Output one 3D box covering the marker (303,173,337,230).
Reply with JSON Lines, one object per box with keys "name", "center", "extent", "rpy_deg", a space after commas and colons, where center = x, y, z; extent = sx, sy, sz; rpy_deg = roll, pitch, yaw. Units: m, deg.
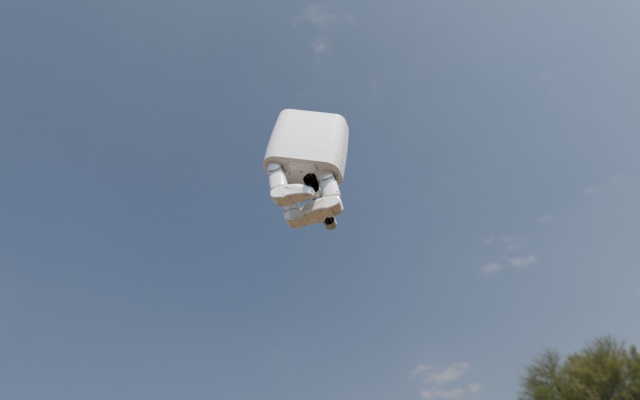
{"name": "marker", "center": [0.000, 0.002, 0.685], "extent": [0.020, 0.020, 0.121], "rpy_deg": [0, -36, 20]}
